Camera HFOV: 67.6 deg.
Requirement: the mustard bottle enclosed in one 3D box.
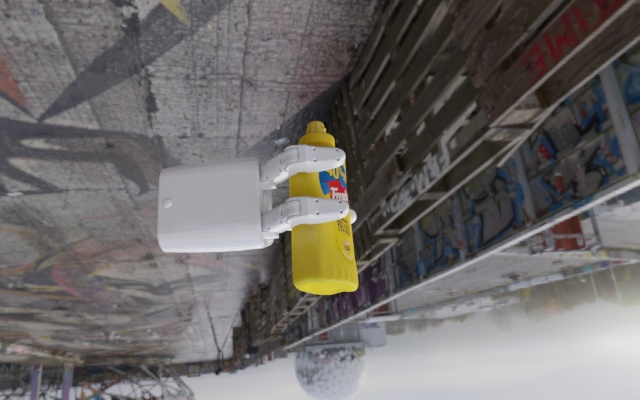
[{"bbox_3d":[0.000,0.002,0.521,0.058,0.191,0.096,-13,-21,23],"label":"mustard bottle"}]
